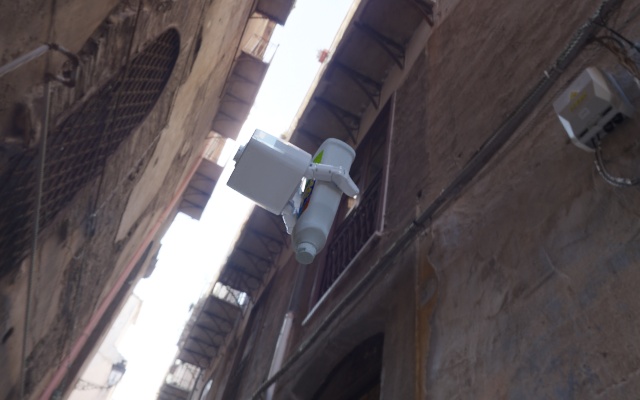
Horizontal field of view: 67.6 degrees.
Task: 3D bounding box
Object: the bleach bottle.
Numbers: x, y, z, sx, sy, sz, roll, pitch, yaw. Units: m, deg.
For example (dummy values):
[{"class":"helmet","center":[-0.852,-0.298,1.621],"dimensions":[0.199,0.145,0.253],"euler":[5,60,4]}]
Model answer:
[{"class":"bleach bottle","center":[0.000,0.003,0.819],"dimensions":[0.068,0.250,0.103],"euler":[28,-50,-12]}]
